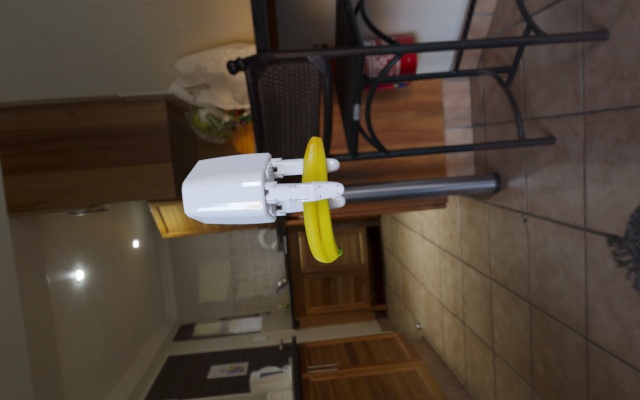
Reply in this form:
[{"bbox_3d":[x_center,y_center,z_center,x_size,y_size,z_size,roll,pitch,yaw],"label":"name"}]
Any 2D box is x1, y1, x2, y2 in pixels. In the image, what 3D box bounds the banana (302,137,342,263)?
[{"bbox_3d":[-0.002,0.015,0.648,0.037,0.198,0.069,-3,31,10],"label":"banana"}]
